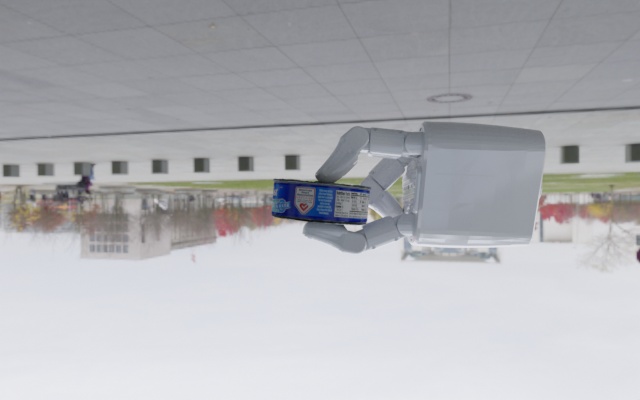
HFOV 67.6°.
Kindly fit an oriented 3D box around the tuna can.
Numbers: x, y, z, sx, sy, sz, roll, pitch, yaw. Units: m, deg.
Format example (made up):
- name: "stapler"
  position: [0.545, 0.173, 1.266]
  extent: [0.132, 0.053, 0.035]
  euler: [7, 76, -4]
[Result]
- name: "tuna can"
  position: [0.000, 0.002, 0.419]
  extent: [0.086, 0.034, 0.086]
  euler: [5, 0, 0]
